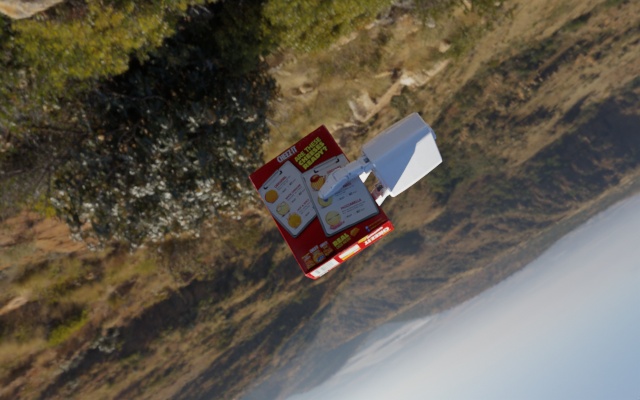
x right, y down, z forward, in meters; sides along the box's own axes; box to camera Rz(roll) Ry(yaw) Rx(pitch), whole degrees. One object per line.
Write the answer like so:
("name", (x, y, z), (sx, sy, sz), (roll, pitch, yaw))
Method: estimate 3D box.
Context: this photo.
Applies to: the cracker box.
("cracker box", (0.000, 0.003, 0.827), (0.164, 0.213, 0.072), (-34, -23, 4))
